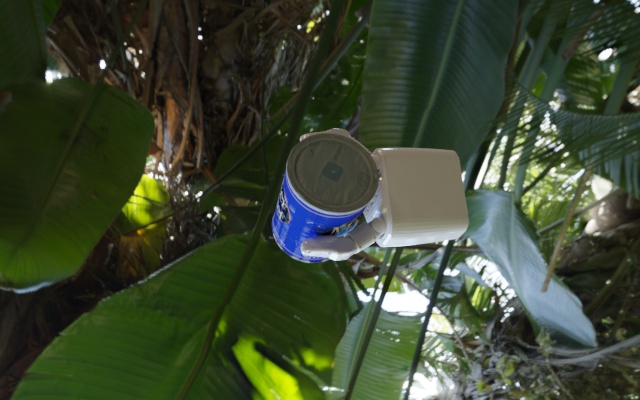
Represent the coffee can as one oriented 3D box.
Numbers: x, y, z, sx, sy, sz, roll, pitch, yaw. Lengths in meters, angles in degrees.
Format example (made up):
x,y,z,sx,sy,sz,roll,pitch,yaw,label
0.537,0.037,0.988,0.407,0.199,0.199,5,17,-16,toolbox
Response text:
x,y,z,sx,sy,sz,roll,pitch,yaw,label
0.000,0.002,0.575,0.103,0.102,0.140,0,-29,-14,coffee can
